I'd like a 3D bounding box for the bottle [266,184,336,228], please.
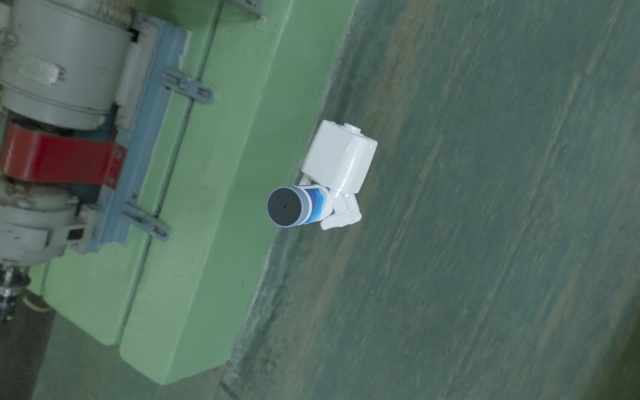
[{"bbox_3d":[0.000,0.003,0.897,0.069,0.069,0.295,0,3,23],"label":"bottle"}]
